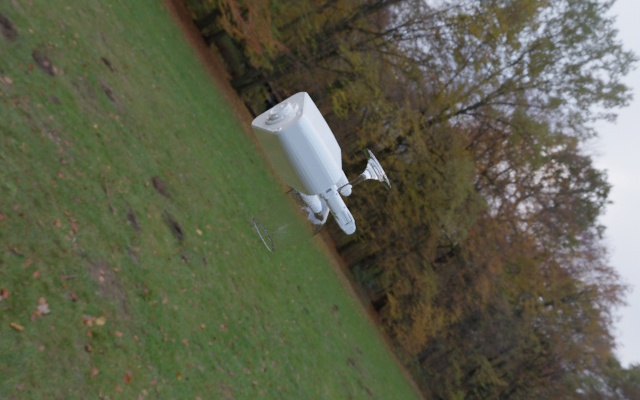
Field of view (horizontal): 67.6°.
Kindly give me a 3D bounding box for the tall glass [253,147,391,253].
[{"bbox_3d":[0.001,0.002,0.717,0.201,0.079,0.079,-31,0,0],"label":"tall glass"}]
